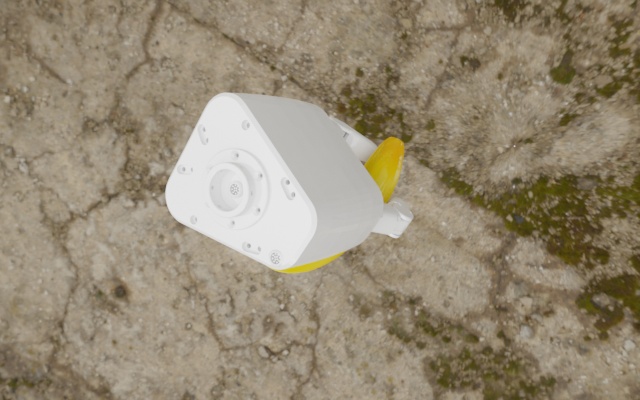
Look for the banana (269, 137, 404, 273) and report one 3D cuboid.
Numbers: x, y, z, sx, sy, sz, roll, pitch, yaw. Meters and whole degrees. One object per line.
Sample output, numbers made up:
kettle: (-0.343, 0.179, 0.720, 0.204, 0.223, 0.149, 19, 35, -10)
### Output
banana: (0.006, 0.019, 0.445, 0.198, 0.069, 0.037, -33, -14, 29)
